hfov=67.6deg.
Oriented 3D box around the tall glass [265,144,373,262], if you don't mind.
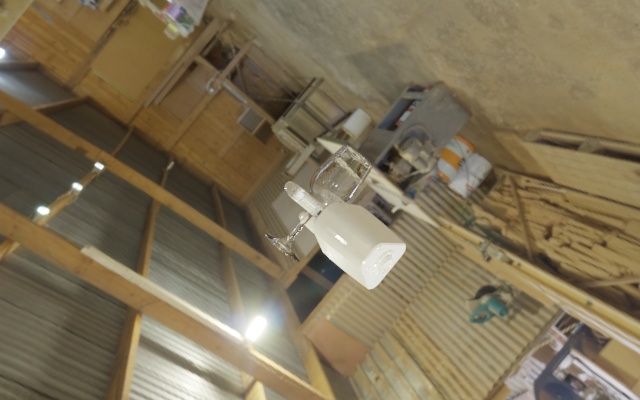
[{"bbox_3d":[0.000,0.003,0.795,0.079,0.201,0.079,39,1,0],"label":"tall glass"}]
